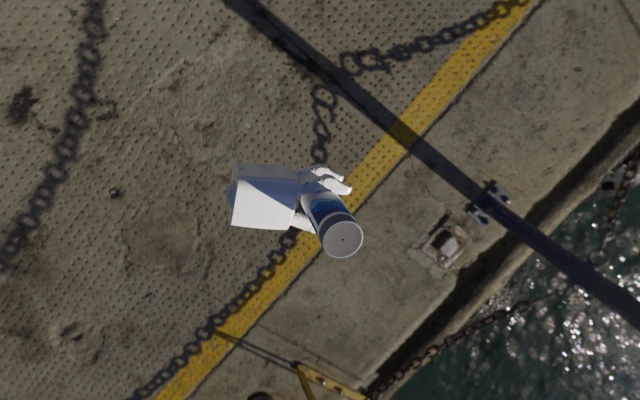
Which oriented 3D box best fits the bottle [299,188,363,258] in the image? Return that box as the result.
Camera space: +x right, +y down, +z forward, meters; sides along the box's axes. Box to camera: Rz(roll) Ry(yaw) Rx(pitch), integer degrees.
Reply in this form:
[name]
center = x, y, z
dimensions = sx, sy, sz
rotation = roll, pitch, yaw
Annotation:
[bottle]
center = 0.000, 0.003, 0.872
dimensions = 0.069, 0.069, 0.295
rotation = 0, 23, -15
